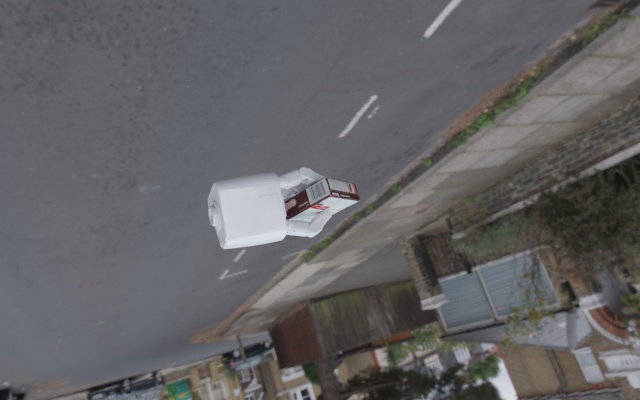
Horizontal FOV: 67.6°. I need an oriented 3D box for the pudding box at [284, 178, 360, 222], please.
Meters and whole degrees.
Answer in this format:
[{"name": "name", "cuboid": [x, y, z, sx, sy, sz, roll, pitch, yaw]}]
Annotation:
[{"name": "pudding box", "cuboid": [0.000, 0.003, 0.864, 0.113, 0.039, 0.090, -28, -21, 34]}]
